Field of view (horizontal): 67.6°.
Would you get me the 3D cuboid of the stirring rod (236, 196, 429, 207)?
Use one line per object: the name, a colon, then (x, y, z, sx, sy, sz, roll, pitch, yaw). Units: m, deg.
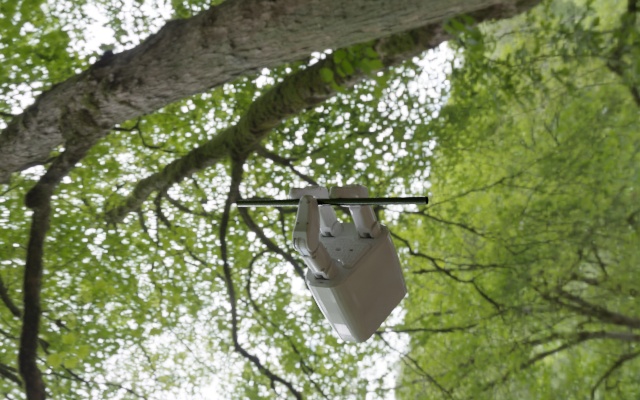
stirring rod: (0.000, 0.002, 0.514, 0.239, 0.011, 0.011, -1, -1, 34)
